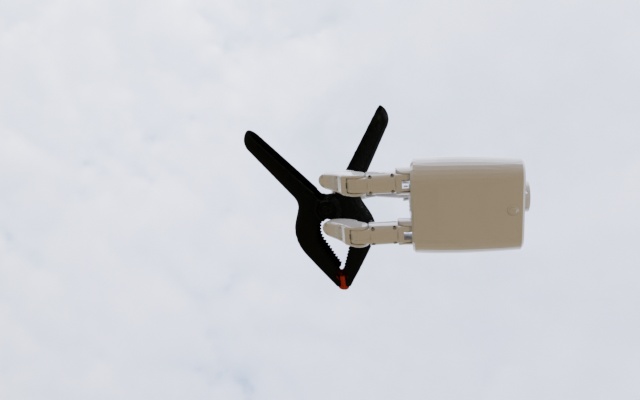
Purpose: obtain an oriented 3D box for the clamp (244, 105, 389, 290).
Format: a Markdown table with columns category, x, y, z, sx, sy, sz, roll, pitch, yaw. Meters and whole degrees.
| category | x | y | z | sx | sy | sz | roll | pitch | yaw |
| --- | --- | --- | --- | --- | --- | --- | --- | --- | --- |
| clamp | 0.001 | 0.002 | 0.548 | 0.164 | 0.210 | 0.036 | -1 | 17 | 15 |
